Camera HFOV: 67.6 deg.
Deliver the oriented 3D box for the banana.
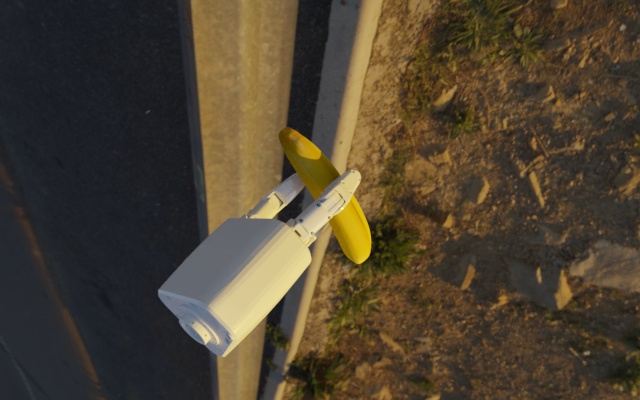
[{"bbox_3d":[0.014,0.007,0.527,0.069,0.198,0.037,14,50,47],"label":"banana"}]
